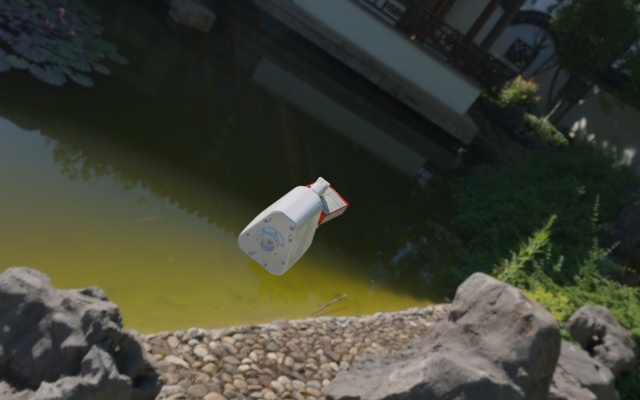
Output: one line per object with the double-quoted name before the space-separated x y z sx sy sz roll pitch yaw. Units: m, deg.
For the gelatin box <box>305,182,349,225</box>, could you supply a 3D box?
"gelatin box" 0.001 0.003 0.894 0.073 0.030 0.089 44 34 15
